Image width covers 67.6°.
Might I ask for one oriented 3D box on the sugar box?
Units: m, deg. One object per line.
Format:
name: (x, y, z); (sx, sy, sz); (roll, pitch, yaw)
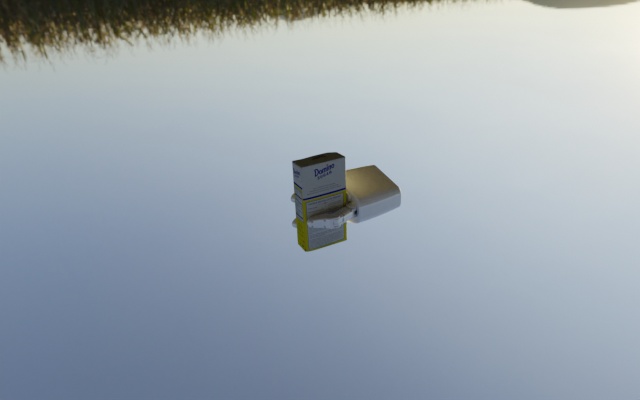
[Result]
sugar box: (0.000, 0.003, 0.891); (0.093, 0.176, 0.048); (-15, 27, -25)
